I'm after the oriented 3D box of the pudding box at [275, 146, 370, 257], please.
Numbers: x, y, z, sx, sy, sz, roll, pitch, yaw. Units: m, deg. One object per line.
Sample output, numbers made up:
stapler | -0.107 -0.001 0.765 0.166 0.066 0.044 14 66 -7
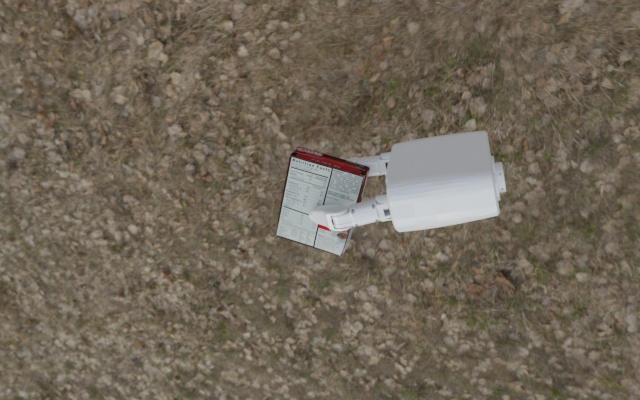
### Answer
pudding box | 0.000 0.002 0.565 0.090 0.113 0.039 17 25 8
